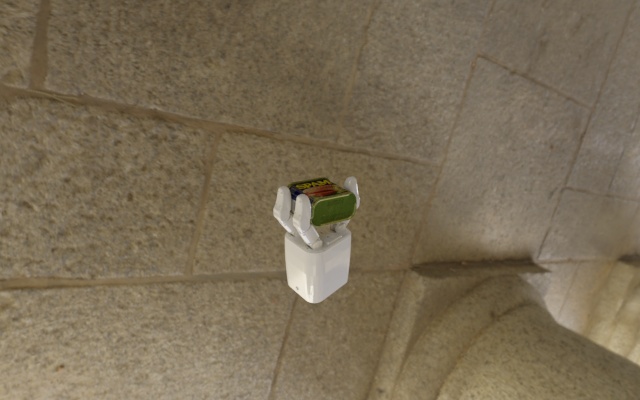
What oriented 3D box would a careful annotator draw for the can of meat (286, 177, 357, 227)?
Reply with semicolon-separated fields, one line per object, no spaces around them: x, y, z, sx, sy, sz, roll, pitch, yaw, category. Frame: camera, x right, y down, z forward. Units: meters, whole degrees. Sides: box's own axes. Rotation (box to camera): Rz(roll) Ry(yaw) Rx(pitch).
0.000;0.003;0.825;0.102;0.057;0.084;-12;26;-34;can of meat
